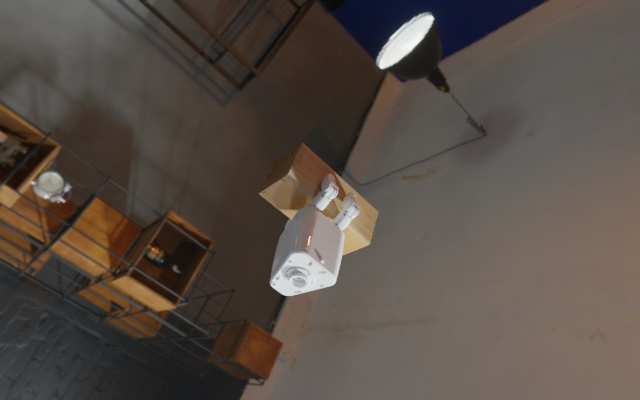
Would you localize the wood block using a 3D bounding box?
[{"bbox_3d":[0.000,0.003,0.890,0.206,0.090,0.091,41,-44,-22],"label":"wood block"}]
